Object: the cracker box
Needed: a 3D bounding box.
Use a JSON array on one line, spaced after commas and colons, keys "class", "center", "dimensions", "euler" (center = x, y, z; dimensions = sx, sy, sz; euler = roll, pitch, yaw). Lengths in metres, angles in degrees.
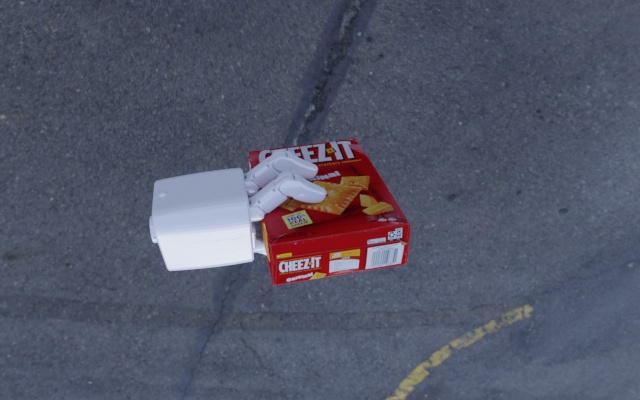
[{"class": "cracker box", "center": [0.000, 0.002, 0.617], "dimensions": [0.164, 0.072, 0.213], "euler": [-8, 36, -11]}]
